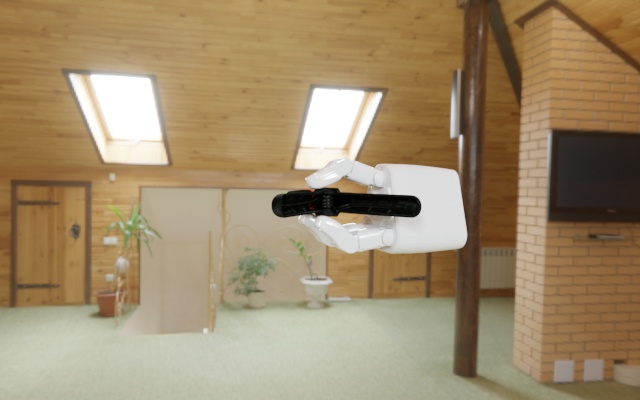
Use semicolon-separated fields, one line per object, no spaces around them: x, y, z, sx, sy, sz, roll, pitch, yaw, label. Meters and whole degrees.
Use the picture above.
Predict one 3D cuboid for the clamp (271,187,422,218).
0.000;0.001;0.586;0.164;0.036;0.210;1;2;-21;clamp
